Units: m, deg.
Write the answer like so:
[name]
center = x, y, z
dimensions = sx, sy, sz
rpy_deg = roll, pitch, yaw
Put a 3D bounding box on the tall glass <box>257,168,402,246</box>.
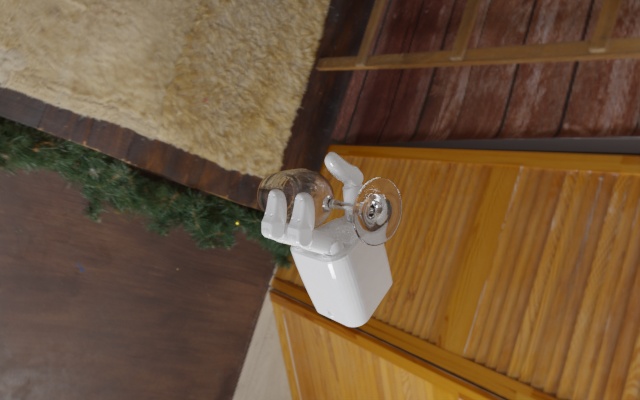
[tall glass]
center = 0.001, 0.002, 0.588
dimensions = 0.079, 0.079, 0.201
rpy_deg = 0, 6, -39
